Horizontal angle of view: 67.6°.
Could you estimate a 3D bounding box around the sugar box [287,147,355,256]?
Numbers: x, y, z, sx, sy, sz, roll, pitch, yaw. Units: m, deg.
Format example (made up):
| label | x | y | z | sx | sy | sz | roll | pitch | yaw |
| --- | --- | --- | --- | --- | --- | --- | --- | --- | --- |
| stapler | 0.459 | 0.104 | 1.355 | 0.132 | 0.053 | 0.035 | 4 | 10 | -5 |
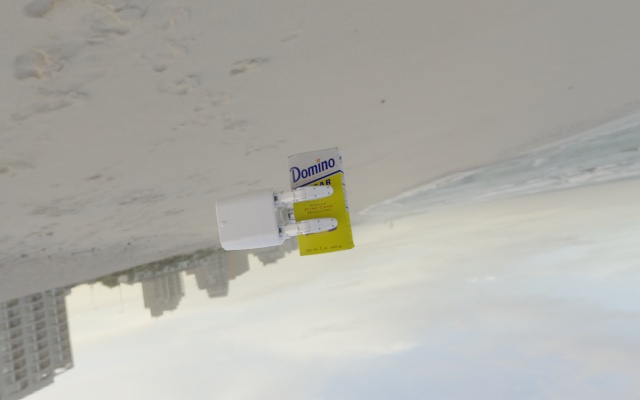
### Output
| label | x | y | z | sx | sy | sz | roll | pitch | yaw |
| --- | --- | --- | --- | --- | --- | --- | --- | --- | --- |
| sugar box | 0.000 | 0.003 | 0.826 | 0.093 | 0.176 | 0.048 | -10 | -3 | 11 |
